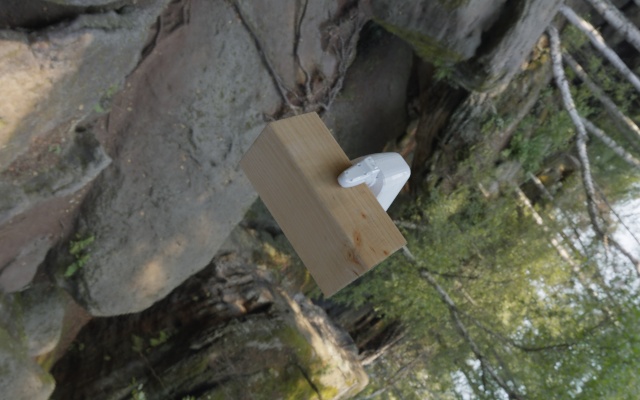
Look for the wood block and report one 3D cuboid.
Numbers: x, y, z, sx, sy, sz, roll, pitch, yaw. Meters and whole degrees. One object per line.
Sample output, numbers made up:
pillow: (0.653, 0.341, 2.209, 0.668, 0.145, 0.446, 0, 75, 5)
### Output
wood block: (0.001, 0.002, 0.599, 0.090, 0.206, 0.091, -25, -13, -46)
